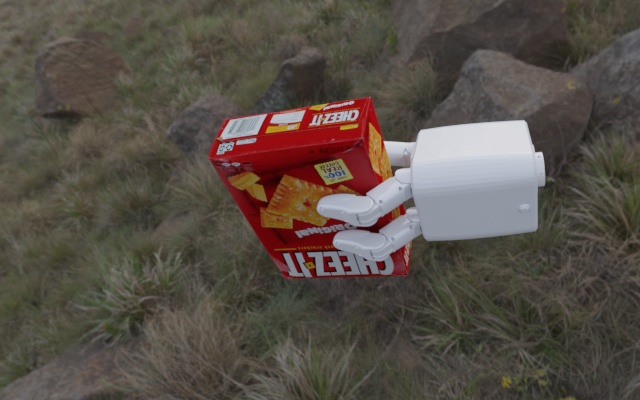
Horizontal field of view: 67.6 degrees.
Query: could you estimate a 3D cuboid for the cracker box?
[{"bbox_3d":[0.000,0.001,0.527,0.164,0.072,0.214,-4,-45,21],"label":"cracker box"}]
